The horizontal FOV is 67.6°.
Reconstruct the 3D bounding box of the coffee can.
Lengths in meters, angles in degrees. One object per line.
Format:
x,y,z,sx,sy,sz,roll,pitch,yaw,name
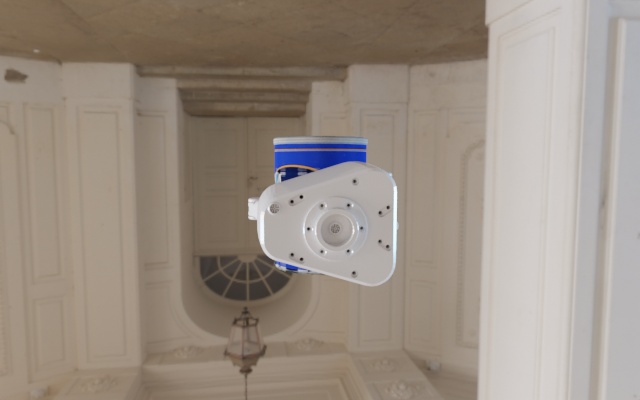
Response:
0.000,0.002,0.528,0.103,0.140,0.103,0,5,0,coffee can
